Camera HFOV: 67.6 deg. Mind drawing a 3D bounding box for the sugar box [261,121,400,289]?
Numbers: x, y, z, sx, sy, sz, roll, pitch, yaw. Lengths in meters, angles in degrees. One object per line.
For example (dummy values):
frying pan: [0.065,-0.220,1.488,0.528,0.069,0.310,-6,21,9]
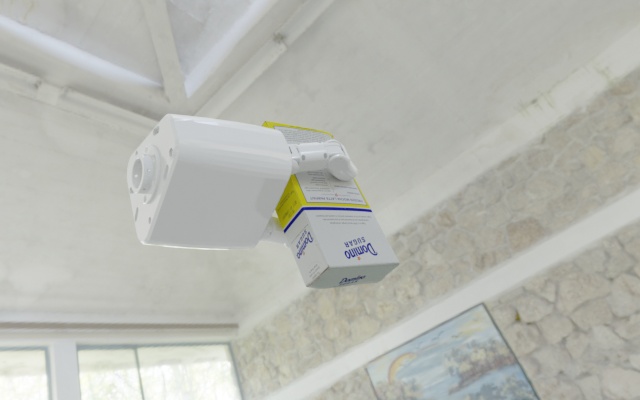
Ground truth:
sugar box: [0.000,0.002,0.481,0.093,0.176,0.048,3,-38,-38]
